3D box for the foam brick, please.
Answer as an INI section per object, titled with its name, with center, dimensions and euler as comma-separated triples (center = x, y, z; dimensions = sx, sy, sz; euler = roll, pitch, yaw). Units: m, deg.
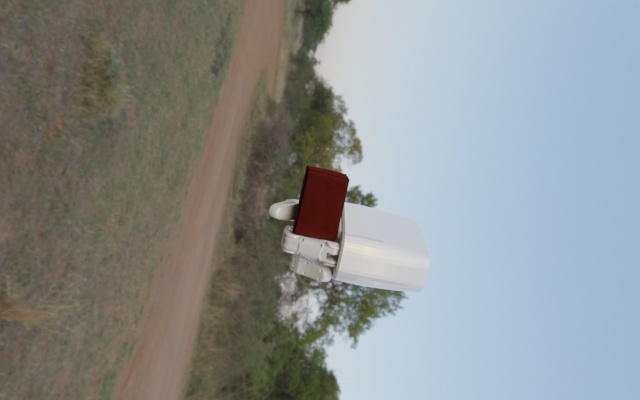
[foam brick]
center = 0.000, 0.002, 0.568
dimensions = 0.051, 0.078, 0.053
euler = 12, 10, -3
